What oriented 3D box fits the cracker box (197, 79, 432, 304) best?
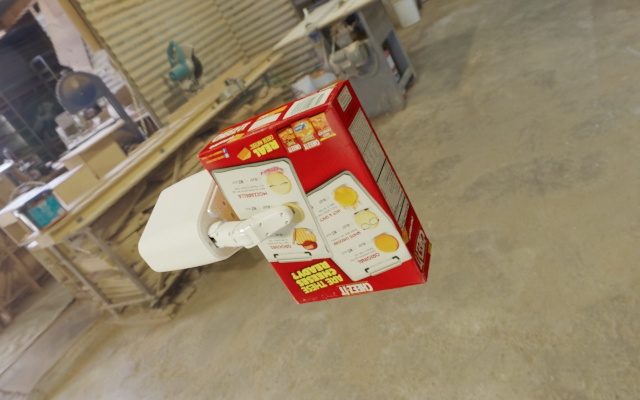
[{"bbox_3d":[0.000,0.002,0.504,0.164,0.214,0.072,-16,28,31],"label":"cracker box"}]
